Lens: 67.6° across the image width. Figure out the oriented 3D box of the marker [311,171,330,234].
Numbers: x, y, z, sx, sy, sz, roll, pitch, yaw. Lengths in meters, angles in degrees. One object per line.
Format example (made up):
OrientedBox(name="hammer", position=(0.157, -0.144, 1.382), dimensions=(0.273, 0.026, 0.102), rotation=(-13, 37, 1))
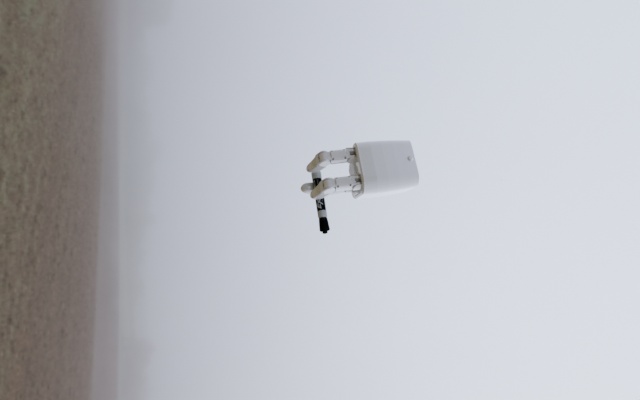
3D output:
OrientedBox(name="marker", position=(0.000, 0.003, 0.875), dimensions=(0.020, 0.121, 0.020), rotation=(-7, -22, -3))
